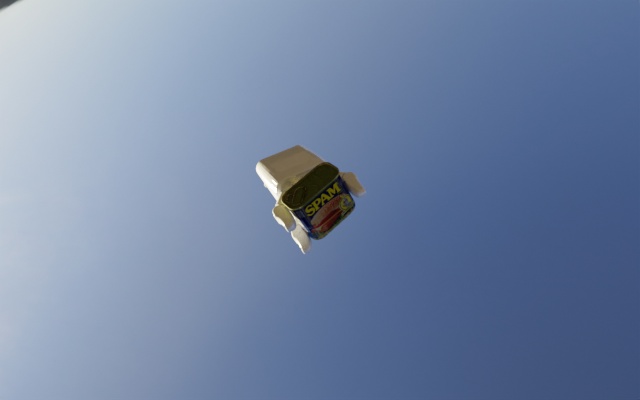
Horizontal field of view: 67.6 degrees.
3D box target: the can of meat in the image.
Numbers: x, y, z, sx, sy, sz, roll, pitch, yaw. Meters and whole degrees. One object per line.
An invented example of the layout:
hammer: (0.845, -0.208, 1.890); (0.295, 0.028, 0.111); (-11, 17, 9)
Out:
can of meat: (0.000, 0.003, 0.783); (0.102, 0.084, 0.057); (-41, 39, -11)
